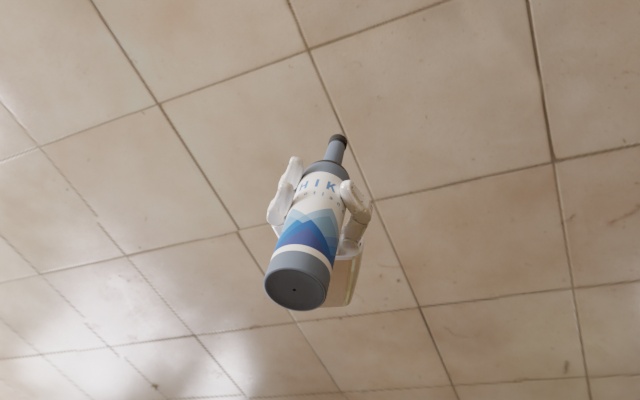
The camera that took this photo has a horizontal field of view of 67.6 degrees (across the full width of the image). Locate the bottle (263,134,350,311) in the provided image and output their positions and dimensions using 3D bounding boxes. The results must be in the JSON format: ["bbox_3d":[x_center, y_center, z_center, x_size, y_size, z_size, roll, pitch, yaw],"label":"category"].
[{"bbox_3d":[0.000,0.002,0.598,0.069,0.069,0.295,0,38,13],"label":"bottle"}]
